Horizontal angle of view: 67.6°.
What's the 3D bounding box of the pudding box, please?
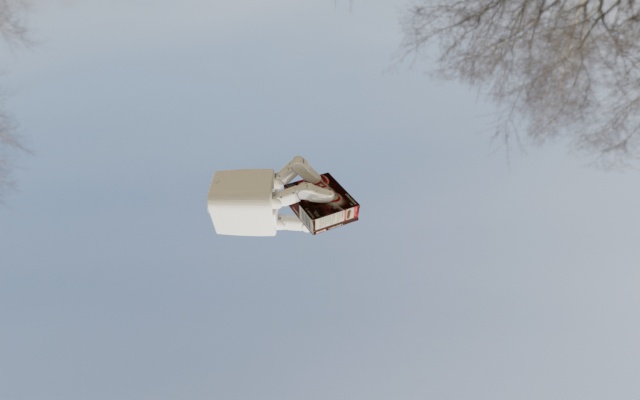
[{"bbox_3d":[0.000,0.003,0.810,0.090,0.039,0.113,-18,43,-22],"label":"pudding box"}]
